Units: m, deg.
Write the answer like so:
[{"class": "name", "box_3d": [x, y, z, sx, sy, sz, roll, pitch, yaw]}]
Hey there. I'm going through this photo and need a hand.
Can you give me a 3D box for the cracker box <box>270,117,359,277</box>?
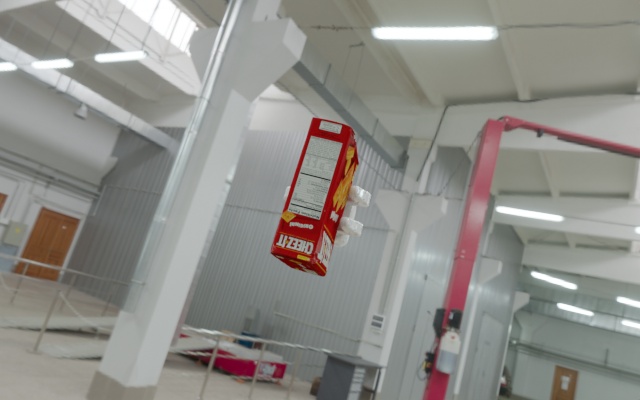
[{"class": "cracker box", "box_3d": [0.000, 0.002, 0.753, 0.072, 0.213, 0.164, 14, -13, 11]}]
